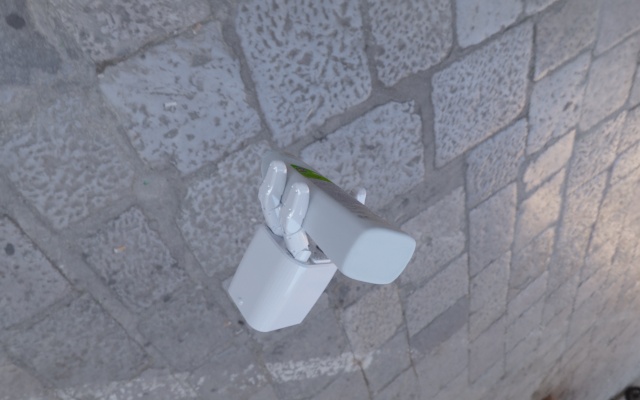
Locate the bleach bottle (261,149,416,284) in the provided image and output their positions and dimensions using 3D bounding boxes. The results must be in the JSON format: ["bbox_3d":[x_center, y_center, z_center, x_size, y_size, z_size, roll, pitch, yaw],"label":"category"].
[{"bbox_3d":[0.000,0.002,0.600,0.102,0.068,0.250,18,17,-42],"label":"bleach bottle"}]
